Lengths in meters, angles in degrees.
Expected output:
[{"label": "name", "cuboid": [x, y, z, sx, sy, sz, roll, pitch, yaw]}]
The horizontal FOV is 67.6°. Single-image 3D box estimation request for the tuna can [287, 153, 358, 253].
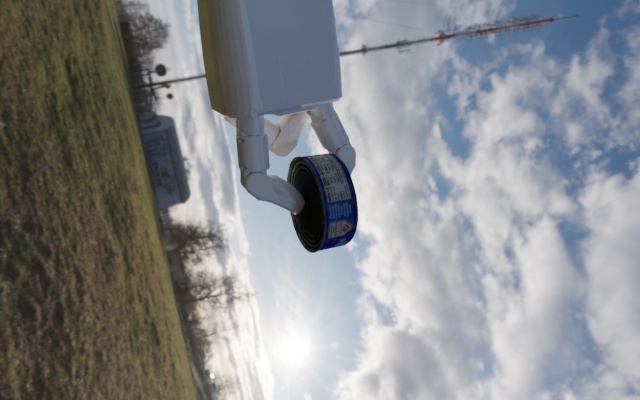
[{"label": "tuna can", "cuboid": [0.001, 0.001, 0.426, 0.034, 0.086, 0.086, -10, 4, -22]}]
